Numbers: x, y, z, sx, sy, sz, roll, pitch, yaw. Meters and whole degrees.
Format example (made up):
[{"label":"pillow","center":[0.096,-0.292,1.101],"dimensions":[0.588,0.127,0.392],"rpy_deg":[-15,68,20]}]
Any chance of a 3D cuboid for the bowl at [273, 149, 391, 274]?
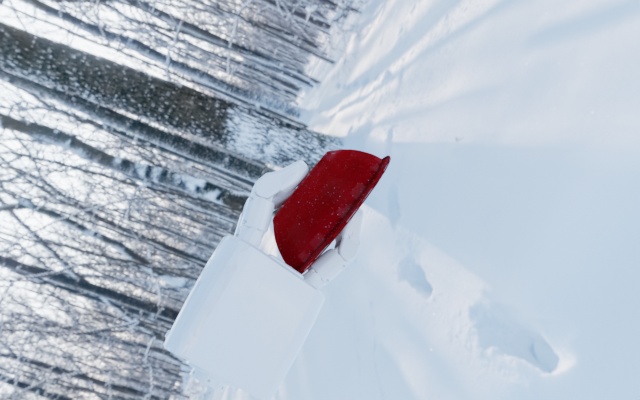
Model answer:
[{"label":"bowl","center":[0.000,0.000,0.491],"dimensions":[0.055,0.162,0.162],"rpy_deg":[39,-2,-2]}]
